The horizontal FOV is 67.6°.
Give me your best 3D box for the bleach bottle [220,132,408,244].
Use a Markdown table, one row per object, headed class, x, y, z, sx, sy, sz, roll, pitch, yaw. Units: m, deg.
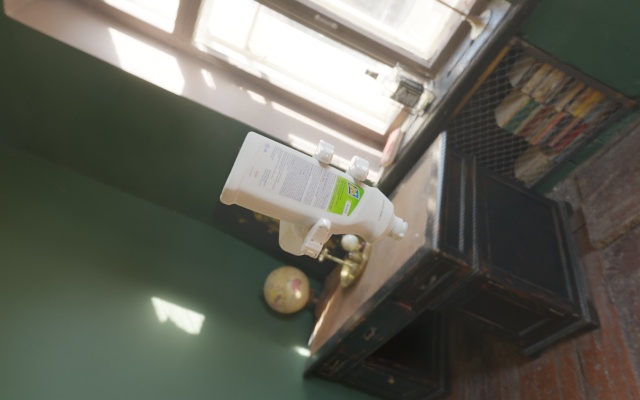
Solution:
| class | x | y | z | sx | sy | sz | roll | pitch | yaw |
| --- | --- | --- | --- | --- | --- | --- | --- | --- | --- |
| bleach bottle | 0.000 | 0.002 | 0.649 | 0.251 | 0.102 | 0.068 | 24 | -22 | -10 |
